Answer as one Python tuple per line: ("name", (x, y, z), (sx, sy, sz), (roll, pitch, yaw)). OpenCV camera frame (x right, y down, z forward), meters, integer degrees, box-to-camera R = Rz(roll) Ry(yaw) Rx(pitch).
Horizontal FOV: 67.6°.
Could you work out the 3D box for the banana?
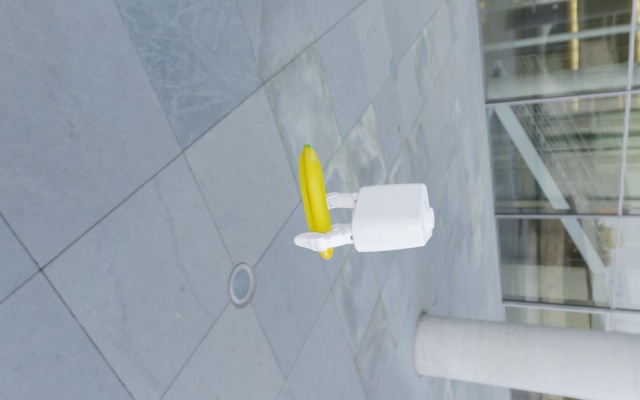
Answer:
("banana", (-0.006, -0.001, 0.772), (0.037, 0.198, 0.069), (-10, -4, 16))
